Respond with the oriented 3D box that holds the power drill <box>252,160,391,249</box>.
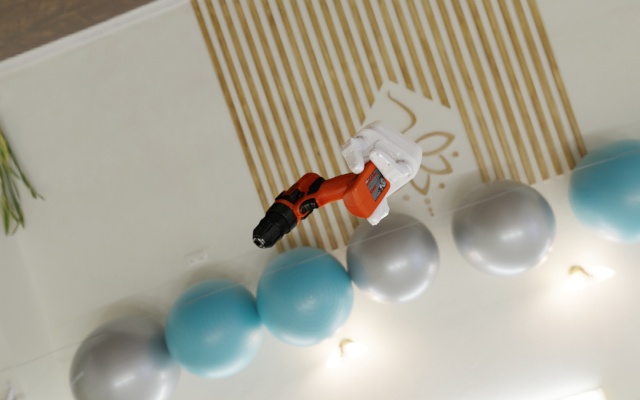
[{"bbox_3d":[0.001,0.002,0.731,0.187,0.057,0.184,-11,28,39],"label":"power drill"}]
